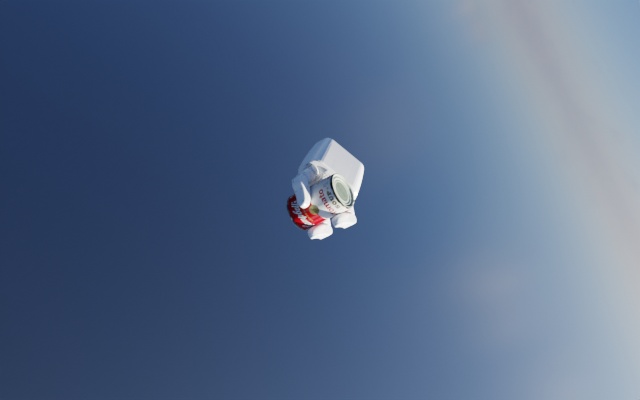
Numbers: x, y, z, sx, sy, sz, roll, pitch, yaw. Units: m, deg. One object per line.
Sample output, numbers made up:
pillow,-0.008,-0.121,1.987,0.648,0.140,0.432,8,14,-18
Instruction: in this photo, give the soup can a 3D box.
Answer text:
soup can,0.000,0.003,0.841,0.102,0.068,0.068,-27,-14,29
